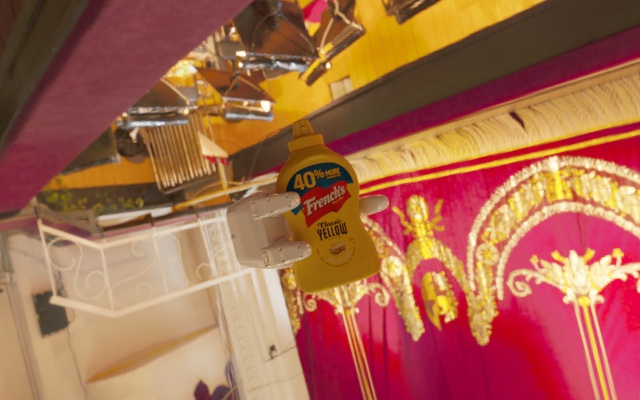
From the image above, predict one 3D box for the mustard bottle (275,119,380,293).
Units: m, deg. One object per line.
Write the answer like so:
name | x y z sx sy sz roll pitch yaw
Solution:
mustard bottle | 0.000 0.002 0.547 0.096 0.191 0.058 -14 0 -11
